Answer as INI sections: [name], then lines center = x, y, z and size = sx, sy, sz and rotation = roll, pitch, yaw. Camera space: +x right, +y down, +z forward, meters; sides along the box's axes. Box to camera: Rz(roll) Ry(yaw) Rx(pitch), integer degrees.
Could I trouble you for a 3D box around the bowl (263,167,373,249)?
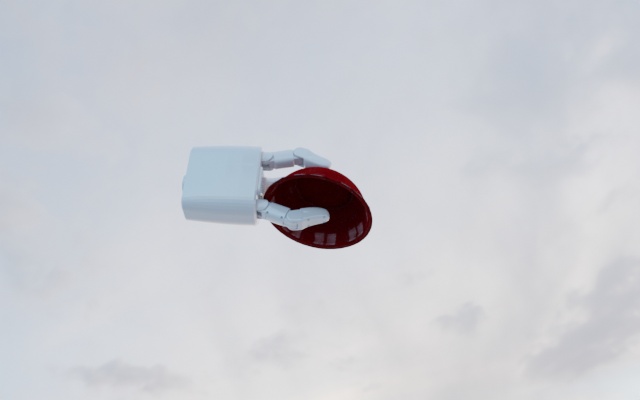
[bowl]
center = 0.001, 0.002, 0.704
size = 0.162, 0.055, 0.162
rotation = 9, -41, 8
